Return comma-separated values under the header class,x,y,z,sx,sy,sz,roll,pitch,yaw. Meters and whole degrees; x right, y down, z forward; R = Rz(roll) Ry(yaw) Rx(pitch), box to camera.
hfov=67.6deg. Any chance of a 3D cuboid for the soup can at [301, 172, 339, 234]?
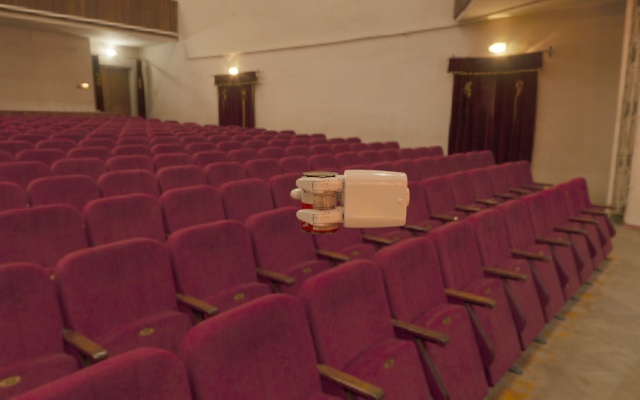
class,x,y,z,sx,sy,sz,roll,pitch,yaw
soup can,0.000,0.002,0.846,0.068,0.102,0.068,0,9,0
